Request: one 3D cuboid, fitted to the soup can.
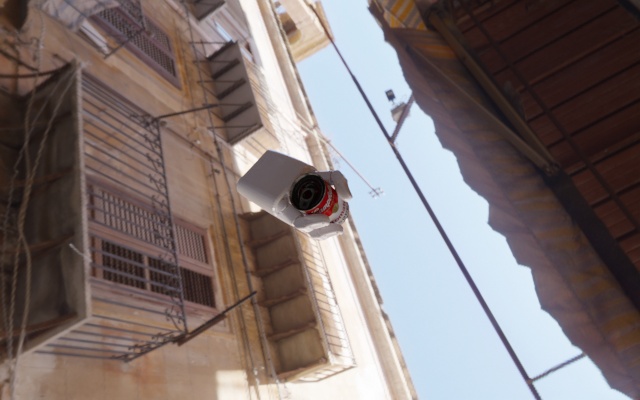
[{"bbox_3d":[0.001,0.003,0.823,0.068,0.068,0.102,0,-20,28],"label":"soup can"}]
